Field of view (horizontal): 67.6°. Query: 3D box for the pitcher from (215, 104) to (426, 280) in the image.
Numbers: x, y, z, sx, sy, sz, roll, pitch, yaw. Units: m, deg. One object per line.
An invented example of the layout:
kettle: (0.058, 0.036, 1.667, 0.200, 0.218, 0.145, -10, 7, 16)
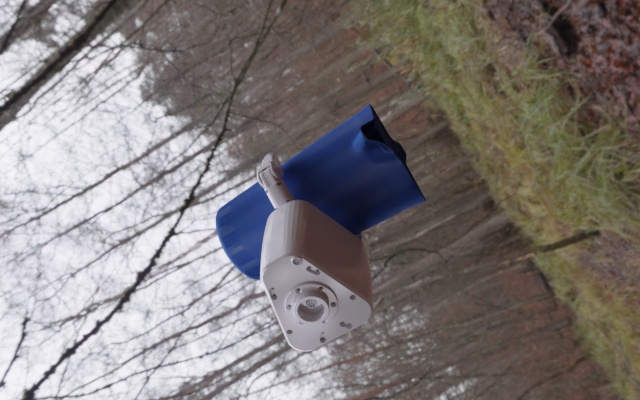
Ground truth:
pitcher: (0.000, 0.002, 0.600, 0.243, 0.149, 0.145, -30, 22, 13)
